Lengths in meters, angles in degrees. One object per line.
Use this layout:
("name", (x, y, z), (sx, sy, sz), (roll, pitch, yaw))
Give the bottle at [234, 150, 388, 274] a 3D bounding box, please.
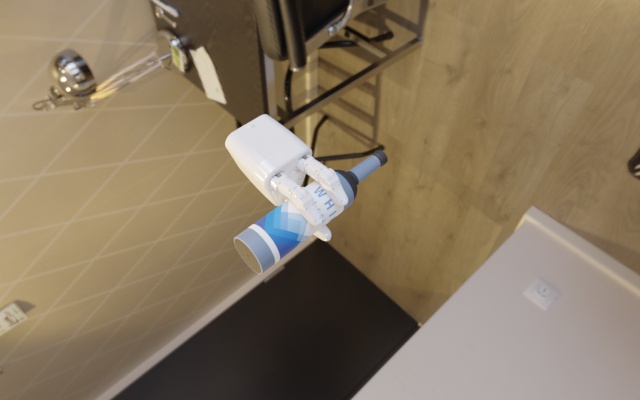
("bottle", (0.000, 0.003, 0.760), (0.295, 0.069, 0.069), (-36, 18, -26))
